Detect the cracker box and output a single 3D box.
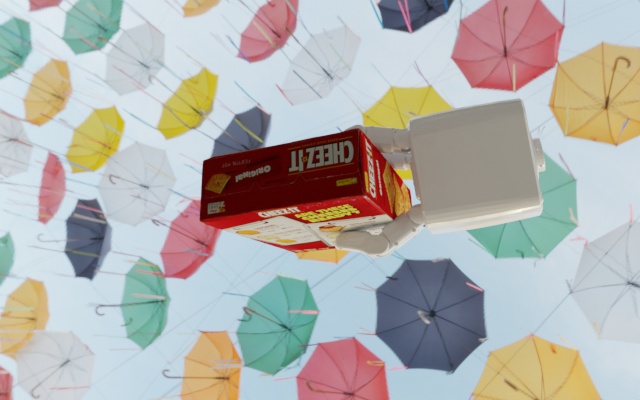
[{"bbox_3d":[0.000,0.002,0.517,0.164,0.072,0.214,-9,-17,20],"label":"cracker box"}]
